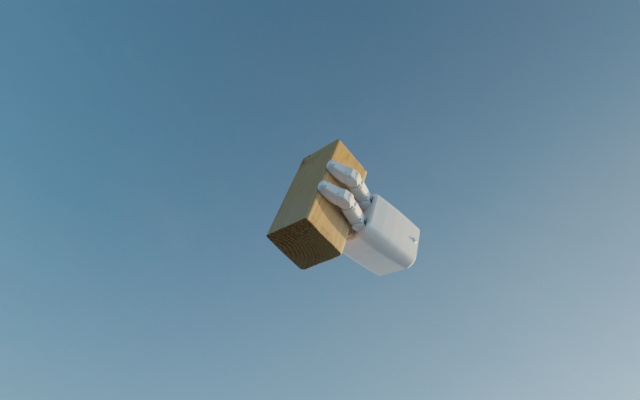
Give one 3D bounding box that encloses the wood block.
[{"bbox_3d":[0.000,0.003,0.807,0.091,0.090,0.206,-26,28,36],"label":"wood block"}]
